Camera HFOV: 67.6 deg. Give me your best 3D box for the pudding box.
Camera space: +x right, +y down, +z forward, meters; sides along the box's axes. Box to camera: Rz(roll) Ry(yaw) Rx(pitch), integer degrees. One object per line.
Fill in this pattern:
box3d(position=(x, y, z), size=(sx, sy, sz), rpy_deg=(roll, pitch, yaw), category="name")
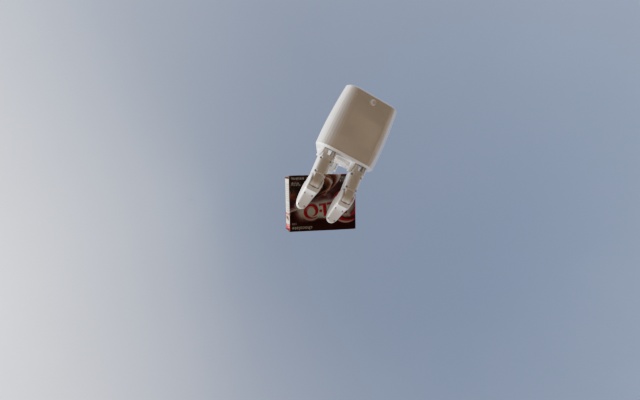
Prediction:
box3d(position=(0.000, 0.002, 0.770), size=(0.113, 0.090, 0.039), rpy_deg=(-2, 4, -13), category="pudding box")
